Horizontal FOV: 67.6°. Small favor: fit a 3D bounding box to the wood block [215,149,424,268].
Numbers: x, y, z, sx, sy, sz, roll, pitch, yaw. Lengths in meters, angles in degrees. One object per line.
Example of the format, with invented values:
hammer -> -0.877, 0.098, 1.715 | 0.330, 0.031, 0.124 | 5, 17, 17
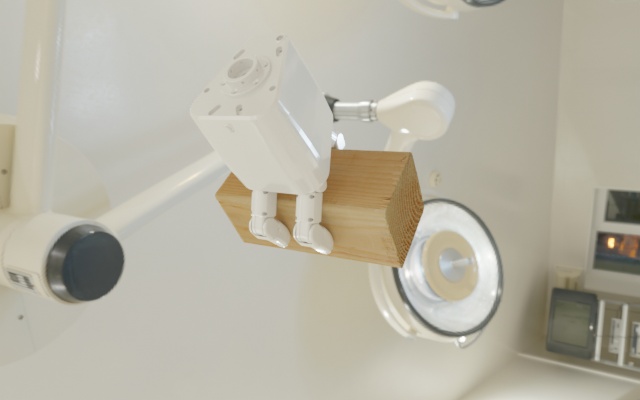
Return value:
wood block -> 0.000, 0.001, 0.541 | 0.206, 0.090, 0.090 | 6, -41, 29
